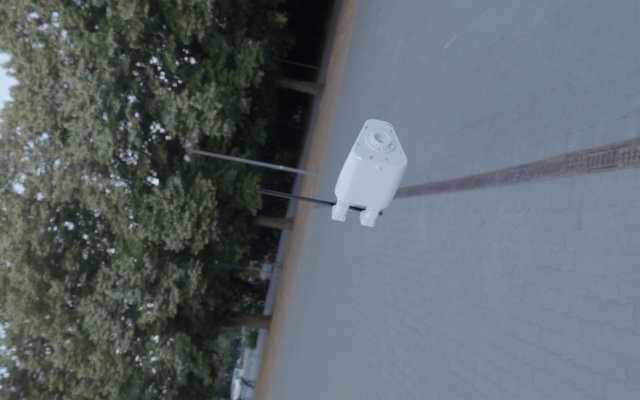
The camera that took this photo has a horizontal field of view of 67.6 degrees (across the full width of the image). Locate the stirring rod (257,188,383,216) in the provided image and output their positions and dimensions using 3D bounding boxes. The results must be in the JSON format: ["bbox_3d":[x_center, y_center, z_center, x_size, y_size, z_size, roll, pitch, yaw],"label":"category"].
[{"bbox_3d":[0.000,0.003,0.898,0.239,0.011,0.011,11,-1,-7],"label":"stirring rod"}]
